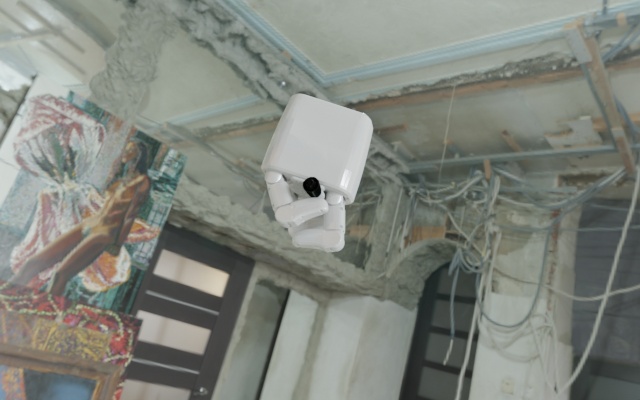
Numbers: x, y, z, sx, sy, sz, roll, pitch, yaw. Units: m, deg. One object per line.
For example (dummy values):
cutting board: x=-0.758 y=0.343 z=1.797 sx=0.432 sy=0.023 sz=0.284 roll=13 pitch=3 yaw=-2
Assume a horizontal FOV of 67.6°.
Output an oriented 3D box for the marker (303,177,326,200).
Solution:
marker: x=0.000 y=0.002 z=0.575 sx=0.020 sy=0.020 sz=0.121 roll=0 pitch=-21 yaw=12
